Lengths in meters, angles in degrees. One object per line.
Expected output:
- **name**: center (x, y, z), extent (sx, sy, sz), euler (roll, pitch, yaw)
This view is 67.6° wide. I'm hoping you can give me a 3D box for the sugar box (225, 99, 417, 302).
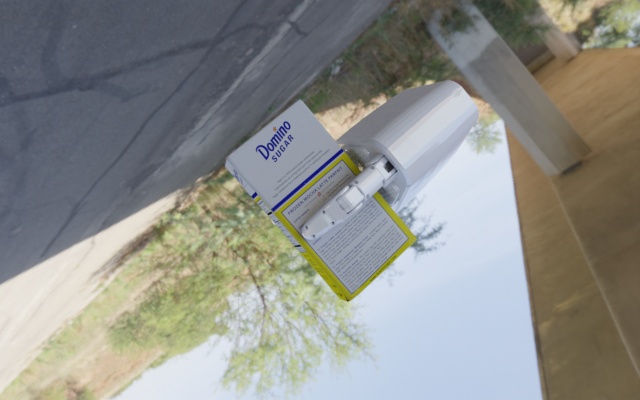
- **sugar box**: center (0.000, 0.002, 0.460), extent (0.093, 0.176, 0.048), euler (-41, 2, -15)
